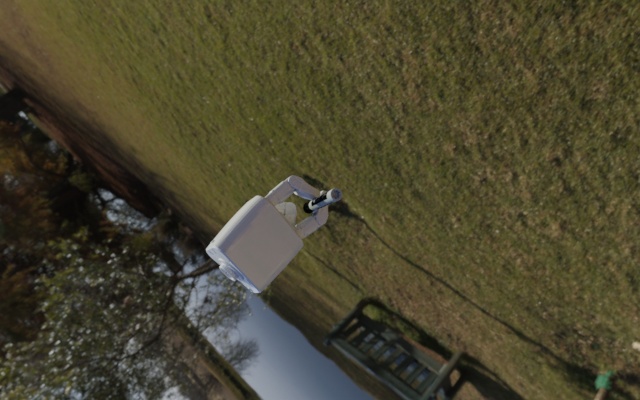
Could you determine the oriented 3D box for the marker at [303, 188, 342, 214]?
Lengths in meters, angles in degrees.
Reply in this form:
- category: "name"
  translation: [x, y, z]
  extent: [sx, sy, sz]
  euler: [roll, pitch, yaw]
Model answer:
- category: "marker"
  translation: [0.000, 0.002, 0.743]
  extent: [0.020, 0.020, 0.121]
  euler: [0, -11, -23]
